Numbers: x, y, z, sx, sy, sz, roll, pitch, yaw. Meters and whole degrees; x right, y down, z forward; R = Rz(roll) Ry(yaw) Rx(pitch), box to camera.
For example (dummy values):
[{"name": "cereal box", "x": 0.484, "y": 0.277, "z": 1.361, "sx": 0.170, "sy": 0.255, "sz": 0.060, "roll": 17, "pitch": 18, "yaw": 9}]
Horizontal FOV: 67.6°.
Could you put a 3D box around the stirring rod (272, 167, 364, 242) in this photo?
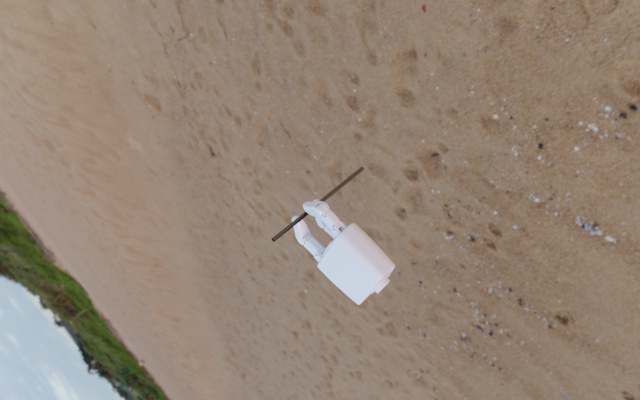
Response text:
[{"name": "stirring rod", "x": 0.000, "y": 0.003, "z": 0.895, "sx": 0.239, "sy": 0.011, "sz": 0.011, "roll": -39, "pitch": 20, "yaw": -27}]
